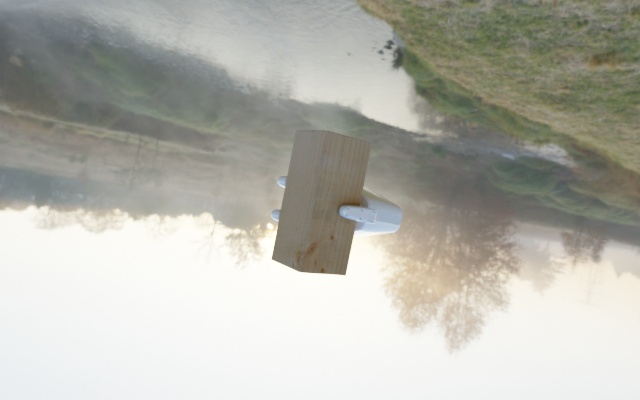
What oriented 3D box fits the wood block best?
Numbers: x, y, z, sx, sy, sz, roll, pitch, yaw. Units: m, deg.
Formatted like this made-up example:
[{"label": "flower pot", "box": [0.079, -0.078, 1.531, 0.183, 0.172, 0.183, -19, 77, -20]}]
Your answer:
[{"label": "wood block", "box": [0.001, 0.003, 0.735, 0.090, 0.206, 0.091, 10, 1, -35]}]
